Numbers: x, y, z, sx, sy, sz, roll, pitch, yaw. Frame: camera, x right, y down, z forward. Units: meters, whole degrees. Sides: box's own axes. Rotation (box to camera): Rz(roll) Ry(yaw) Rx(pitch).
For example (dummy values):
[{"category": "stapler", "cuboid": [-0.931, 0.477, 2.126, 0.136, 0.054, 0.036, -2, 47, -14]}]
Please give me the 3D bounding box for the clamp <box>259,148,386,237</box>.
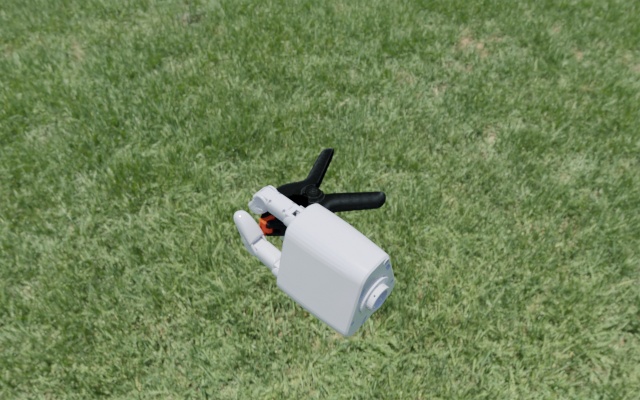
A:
[{"category": "clamp", "cuboid": [0.000, 0.002, 0.622, 0.120, 0.039, 0.171, 33, 56, 27]}]
